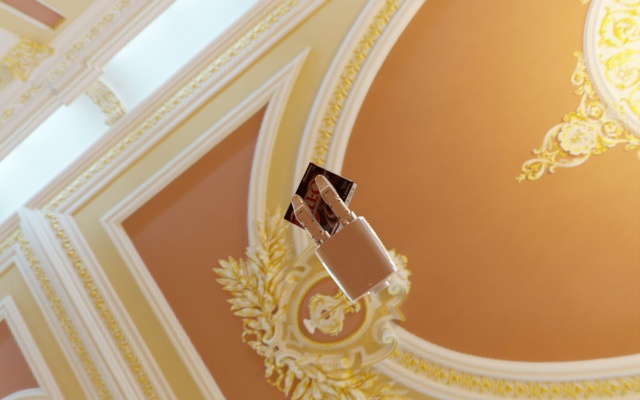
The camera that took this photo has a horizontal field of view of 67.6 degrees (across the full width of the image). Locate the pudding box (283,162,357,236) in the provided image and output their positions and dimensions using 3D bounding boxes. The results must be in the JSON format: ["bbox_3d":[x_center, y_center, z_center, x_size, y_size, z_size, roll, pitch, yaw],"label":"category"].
[{"bbox_3d":[0.000,0.003,0.828,0.090,0.113,0.039,26,1,18],"label":"pudding box"}]
